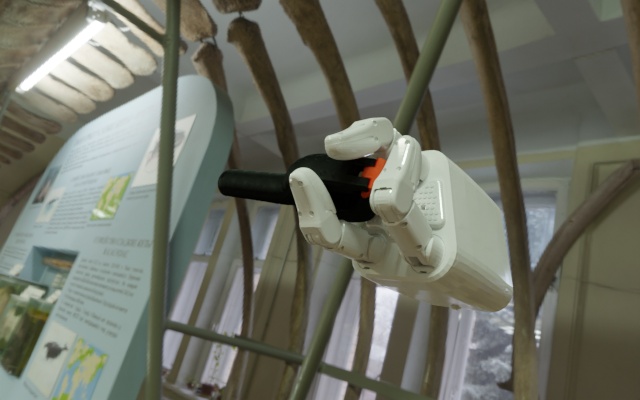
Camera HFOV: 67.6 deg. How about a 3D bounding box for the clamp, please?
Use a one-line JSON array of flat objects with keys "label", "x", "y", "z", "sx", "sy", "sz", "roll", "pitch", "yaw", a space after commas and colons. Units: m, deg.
[{"label": "clamp", "x": 0.000, "y": 0.001, "z": 0.412, "sx": 0.120, "sy": 0.039, "sz": 0.171, "roll": 30, "pitch": -22, "yaw": -38}]
